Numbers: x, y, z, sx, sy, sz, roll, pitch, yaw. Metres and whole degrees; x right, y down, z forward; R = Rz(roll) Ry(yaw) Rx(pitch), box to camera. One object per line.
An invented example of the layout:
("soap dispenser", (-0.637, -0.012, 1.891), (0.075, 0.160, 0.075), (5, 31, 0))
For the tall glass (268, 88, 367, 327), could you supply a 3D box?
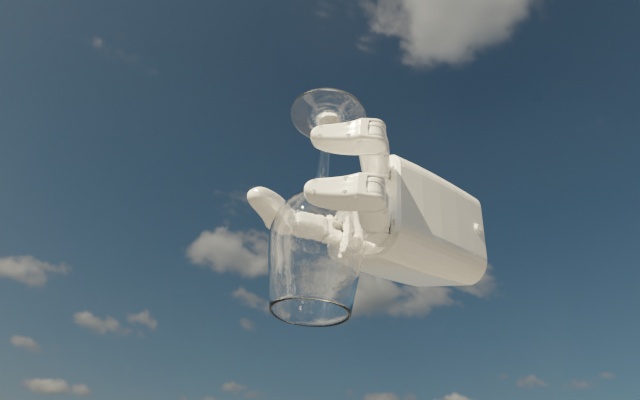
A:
("tall glass", (0.000, 0.001, 0.410), (0.079, 0.201, 0.079), (4, -33, 3))
